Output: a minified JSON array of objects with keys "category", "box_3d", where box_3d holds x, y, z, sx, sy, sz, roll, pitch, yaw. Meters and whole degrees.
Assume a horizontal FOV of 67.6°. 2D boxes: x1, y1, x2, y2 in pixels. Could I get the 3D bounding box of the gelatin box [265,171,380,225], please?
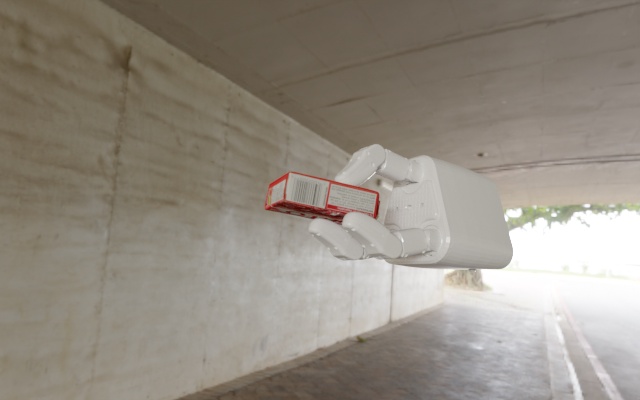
[{"category":"gelatin box","box_3d":[0.000,0.001,0.445,0.089,0.030,0.073,13,-10,-18]}]
